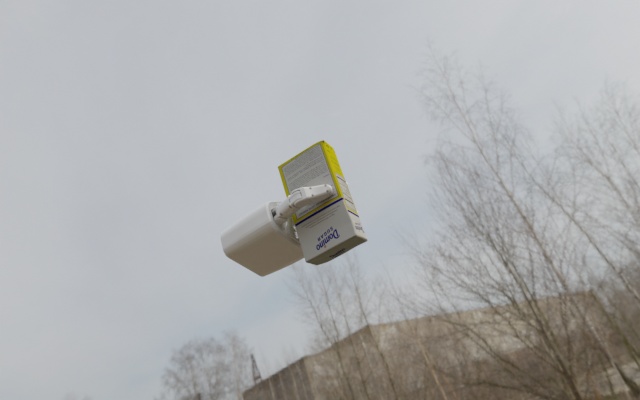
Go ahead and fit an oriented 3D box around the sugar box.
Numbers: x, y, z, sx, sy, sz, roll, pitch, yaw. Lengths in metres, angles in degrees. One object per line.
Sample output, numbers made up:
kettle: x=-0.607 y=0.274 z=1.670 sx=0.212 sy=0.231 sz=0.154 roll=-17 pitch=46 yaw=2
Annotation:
sugar box: x=0.000 y=0.003 z=0.740 sx=0.093 sy=0.176 sz=0.048 roll=-30 pitch=-28 yaw=22
